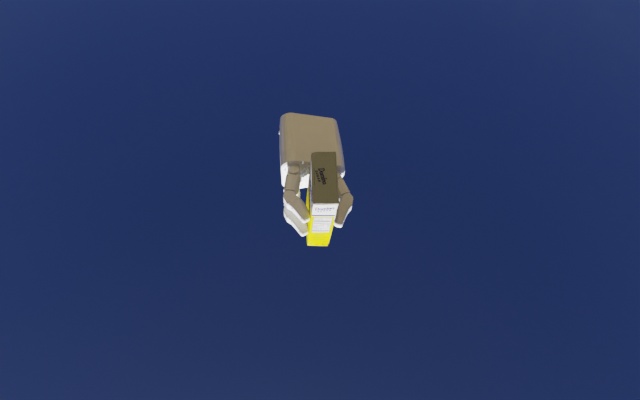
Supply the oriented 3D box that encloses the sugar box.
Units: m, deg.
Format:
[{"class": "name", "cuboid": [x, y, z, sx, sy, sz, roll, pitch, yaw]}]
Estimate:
[{"class": "sugar box", "cuboid": [0.000, 0.003, 0.793, 0.048, 0.093, 0.176, -1, -26, -2]}]
